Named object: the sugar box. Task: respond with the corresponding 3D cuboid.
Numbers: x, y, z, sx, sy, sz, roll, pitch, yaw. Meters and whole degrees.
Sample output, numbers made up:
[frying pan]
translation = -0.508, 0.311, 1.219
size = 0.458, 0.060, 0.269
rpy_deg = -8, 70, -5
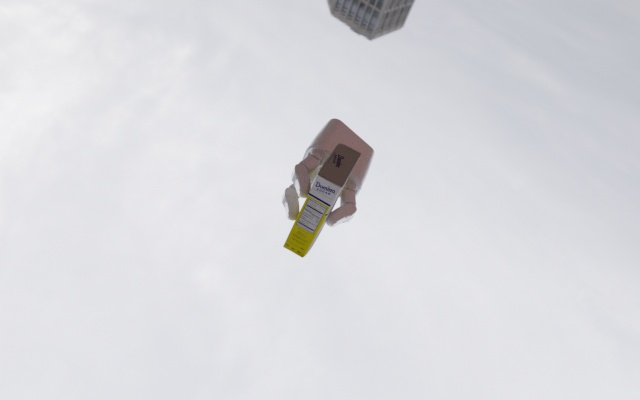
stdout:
[sugar box]
translation = 0.000, 0.002, 0.745
size = 0.048, 0.176, 0.093
rpy_deg = 27, 43, 4
